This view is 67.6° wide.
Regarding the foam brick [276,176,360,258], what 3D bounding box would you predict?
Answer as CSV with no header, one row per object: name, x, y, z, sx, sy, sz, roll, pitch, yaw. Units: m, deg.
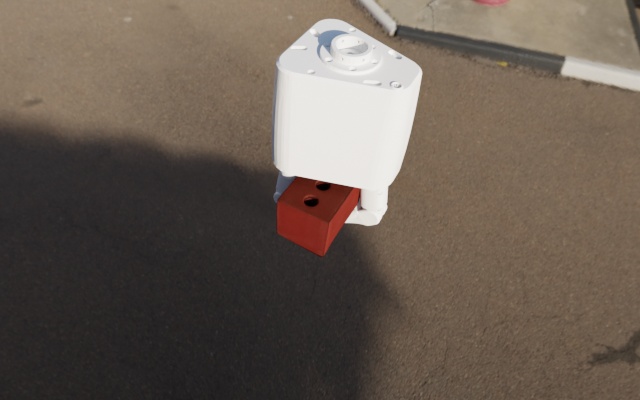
foam brick,0.000,0.002,0.448,0.053,0.078,0.051,25,-38,14
